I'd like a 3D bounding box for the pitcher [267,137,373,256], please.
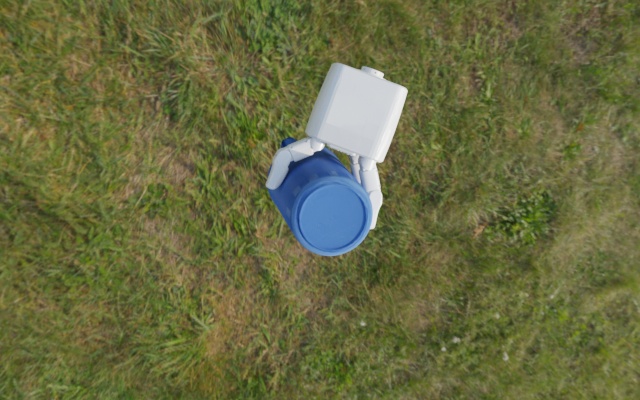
[{"bbox_3d":[0.000,0.002,0.714,0.149,0.145,0.242,19,10,-14],"label":"pitcher"}]
